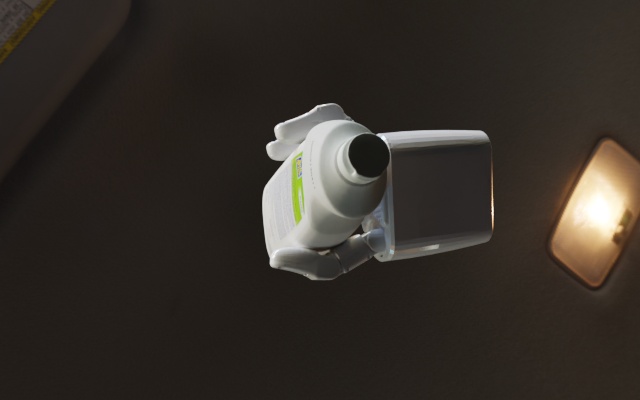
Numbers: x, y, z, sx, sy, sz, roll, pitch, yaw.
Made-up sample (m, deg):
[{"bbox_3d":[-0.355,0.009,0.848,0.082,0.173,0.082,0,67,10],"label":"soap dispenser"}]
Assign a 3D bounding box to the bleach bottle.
[{"bbox_3d":[0.000,0.001,0.411,0.068,0.102,0.251,-6,-8,-15],"label":"bleach bottle"}]
